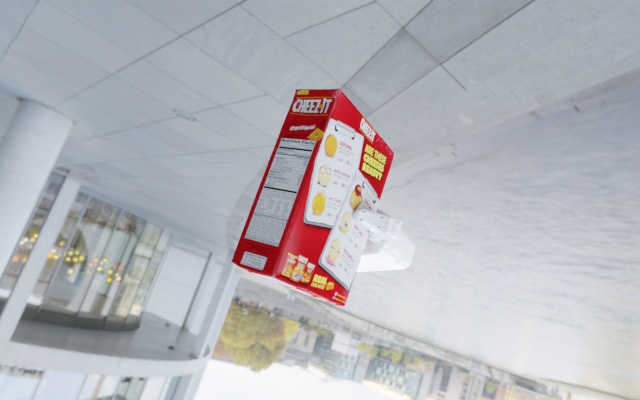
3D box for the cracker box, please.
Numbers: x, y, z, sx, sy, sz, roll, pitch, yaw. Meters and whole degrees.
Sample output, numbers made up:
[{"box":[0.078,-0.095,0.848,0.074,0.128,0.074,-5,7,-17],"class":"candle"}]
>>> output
[{"box":[0.000,0.002,0.567,0.072,0.213,0.164,10,-15,34],"class":"cracker box"}]
